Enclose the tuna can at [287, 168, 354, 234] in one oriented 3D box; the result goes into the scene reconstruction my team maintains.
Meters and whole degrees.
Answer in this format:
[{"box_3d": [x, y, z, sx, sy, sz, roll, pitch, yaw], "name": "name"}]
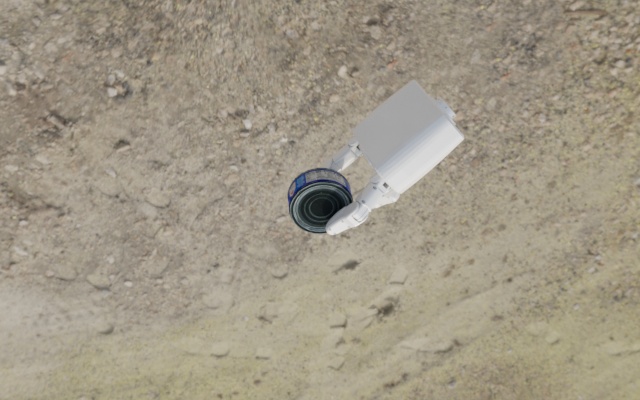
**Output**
[{"box_3d": [0.000, 0.002, 0.625, 0.086, 0.086, 0.033, 0, 35, -7], "name": "tuna can"}]
